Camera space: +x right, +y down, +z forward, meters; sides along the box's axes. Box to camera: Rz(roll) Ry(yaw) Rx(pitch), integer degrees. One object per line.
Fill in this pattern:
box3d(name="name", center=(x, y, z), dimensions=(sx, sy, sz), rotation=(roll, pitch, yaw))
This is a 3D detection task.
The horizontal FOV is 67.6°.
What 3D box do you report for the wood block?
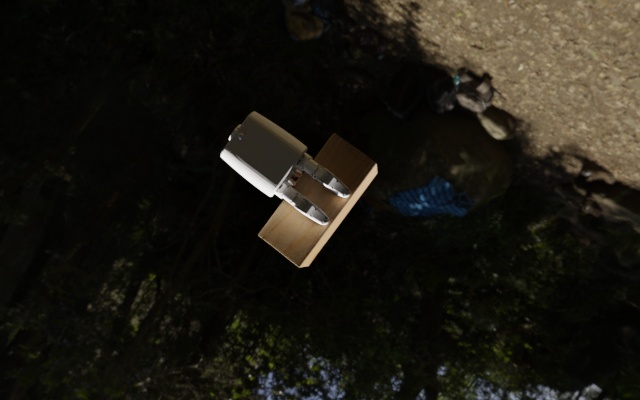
box3d(name="wood block", center=(0.000, 0.003, 0.805), dimensions=(0.090, 0.206, 0.091), rotation=(37, 0, 9))
